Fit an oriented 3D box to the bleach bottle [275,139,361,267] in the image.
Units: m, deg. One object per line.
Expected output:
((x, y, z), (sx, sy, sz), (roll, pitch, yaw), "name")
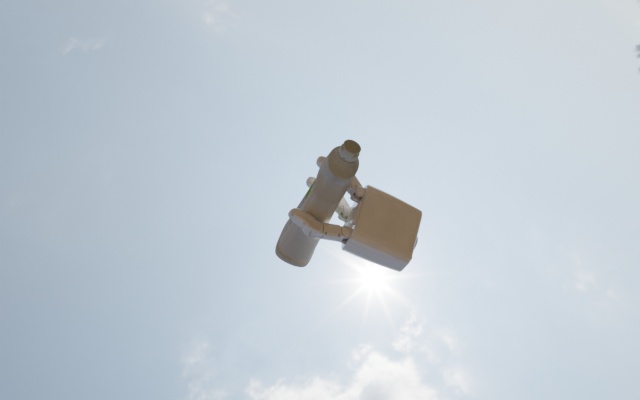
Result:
((0.000, 0.002, 0.780), (0.068, 0.102, 0.251), (25, -44, -6), "bleach bottle")
